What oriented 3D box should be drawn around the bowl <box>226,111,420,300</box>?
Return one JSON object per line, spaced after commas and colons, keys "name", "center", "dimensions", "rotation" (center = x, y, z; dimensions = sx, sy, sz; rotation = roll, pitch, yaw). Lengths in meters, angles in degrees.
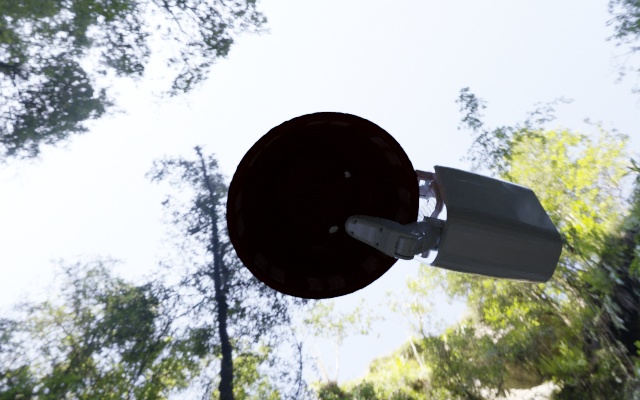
{"name": "bowl", "center": [-0.001, 0.001, 0.412], "dimensions": [0.162, 0.162, 0.055], "rotation": [0, 18, -12]}
